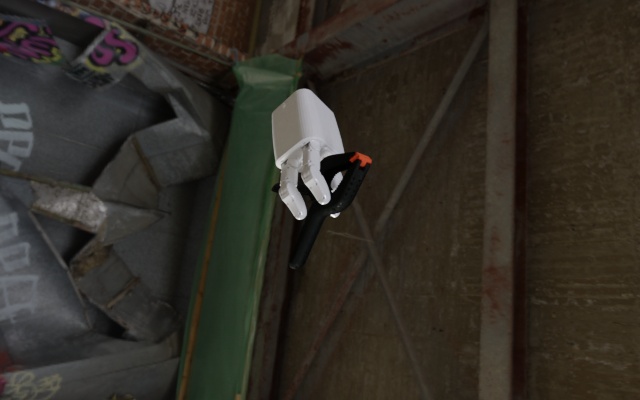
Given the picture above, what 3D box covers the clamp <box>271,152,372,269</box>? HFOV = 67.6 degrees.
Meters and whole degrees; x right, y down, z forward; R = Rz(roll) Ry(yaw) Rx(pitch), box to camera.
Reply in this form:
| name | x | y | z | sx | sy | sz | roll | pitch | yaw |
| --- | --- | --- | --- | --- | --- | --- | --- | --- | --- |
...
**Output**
| name | x | y | z | sx | sy | sz | roll | pitch | yaw |
| --- | --- | --- | --- | --- | --- | --- | --- | --- | --- |
| clamp | 0.001 | 0.002 | 0.748 | 0.036 | 0.164 | 0.210 | 14 | -36 | -41 |
